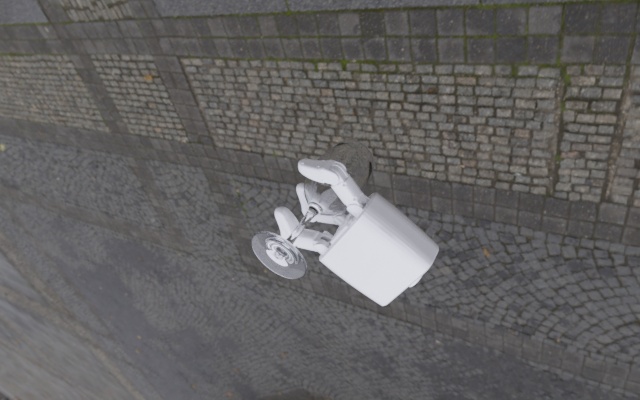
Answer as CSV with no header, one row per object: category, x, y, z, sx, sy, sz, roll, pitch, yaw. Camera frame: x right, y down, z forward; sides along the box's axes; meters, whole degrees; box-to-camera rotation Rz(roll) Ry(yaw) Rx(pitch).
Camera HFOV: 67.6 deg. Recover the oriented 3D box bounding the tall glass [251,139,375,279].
tall glass,0.000,0.002,0.605,0.079,0.079,0.201,0,39,38
